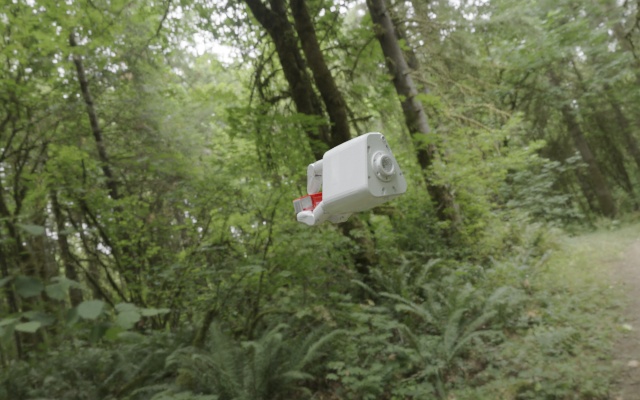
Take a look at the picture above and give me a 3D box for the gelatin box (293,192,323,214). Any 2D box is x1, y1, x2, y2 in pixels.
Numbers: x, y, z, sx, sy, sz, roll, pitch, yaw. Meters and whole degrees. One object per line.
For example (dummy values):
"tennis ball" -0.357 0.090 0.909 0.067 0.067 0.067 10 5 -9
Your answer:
"gelatin box" 0.000 0.002 0.883 0.073 0.030 0.089 -10 -3 -26
